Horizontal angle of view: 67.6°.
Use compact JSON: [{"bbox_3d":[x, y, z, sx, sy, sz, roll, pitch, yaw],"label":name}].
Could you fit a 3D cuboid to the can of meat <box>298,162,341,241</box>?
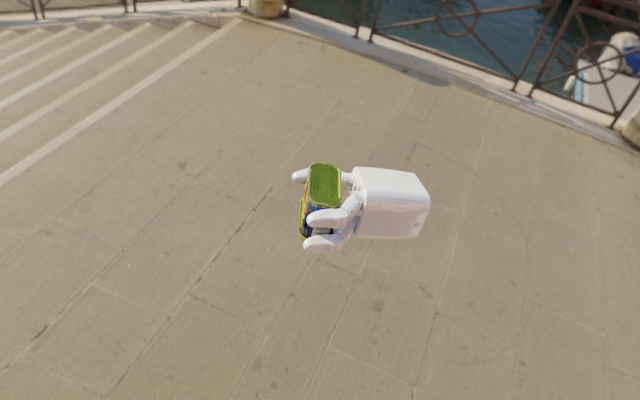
[{"bbox_3d":[0.000,0.002,0.745,0.057,0.102,0.084,8,-45,-6],"label":"can of meat"}]
